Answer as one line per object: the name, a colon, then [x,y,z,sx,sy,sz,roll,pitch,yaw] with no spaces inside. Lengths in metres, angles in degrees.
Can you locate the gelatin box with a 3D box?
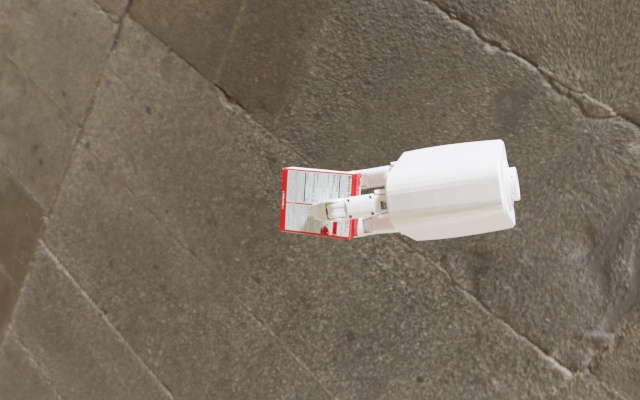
gelatin box: [0.000,0.002,0.539,0.089,0.073,0.030,6,8,19]
